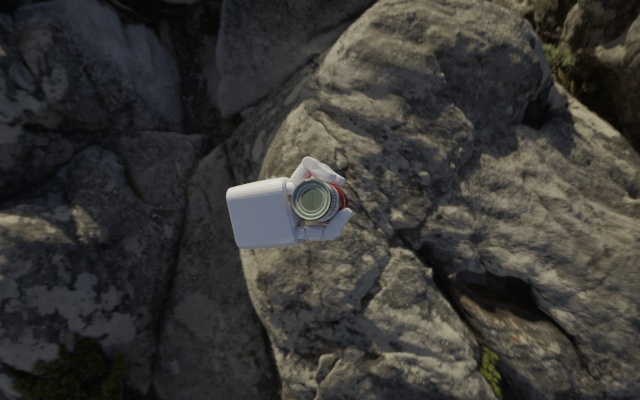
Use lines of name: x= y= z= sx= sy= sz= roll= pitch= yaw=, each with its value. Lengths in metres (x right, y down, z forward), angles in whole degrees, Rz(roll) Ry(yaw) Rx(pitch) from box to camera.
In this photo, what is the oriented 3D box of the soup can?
soup can: x=0.001 y=0.003 z=0.780 sx=0.068 sy=0.068 sz=0.102 roll=0 pitch=-5 yaw=18
